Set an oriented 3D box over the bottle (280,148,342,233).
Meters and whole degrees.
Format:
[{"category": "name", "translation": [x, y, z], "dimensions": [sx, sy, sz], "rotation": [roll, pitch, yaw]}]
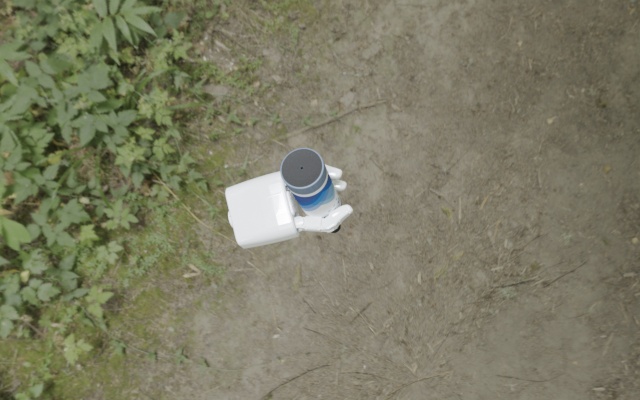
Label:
[{"category": "bottle", "translation": [0.000, 0.003, 0.837], "dimensions": [0.069, 0.069, 0.296], "rotation": [0, -20, 12]}]
